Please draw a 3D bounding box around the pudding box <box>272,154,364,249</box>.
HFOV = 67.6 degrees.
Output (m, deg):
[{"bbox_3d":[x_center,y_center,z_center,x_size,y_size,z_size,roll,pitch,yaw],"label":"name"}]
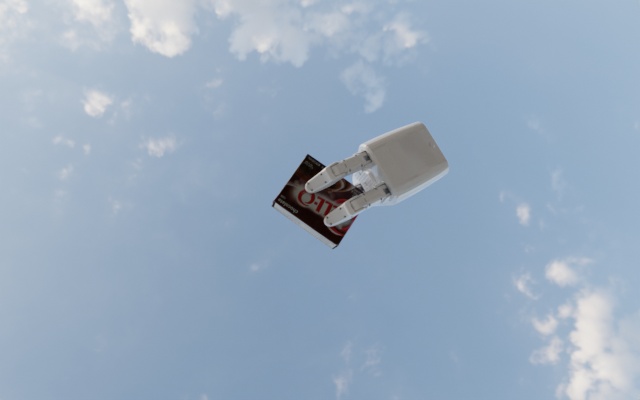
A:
[{"bbox_3d":[0.000,0.002,0.691,0.113,0.090,0.039,34,-21,1],"label":"pudding box"}]
